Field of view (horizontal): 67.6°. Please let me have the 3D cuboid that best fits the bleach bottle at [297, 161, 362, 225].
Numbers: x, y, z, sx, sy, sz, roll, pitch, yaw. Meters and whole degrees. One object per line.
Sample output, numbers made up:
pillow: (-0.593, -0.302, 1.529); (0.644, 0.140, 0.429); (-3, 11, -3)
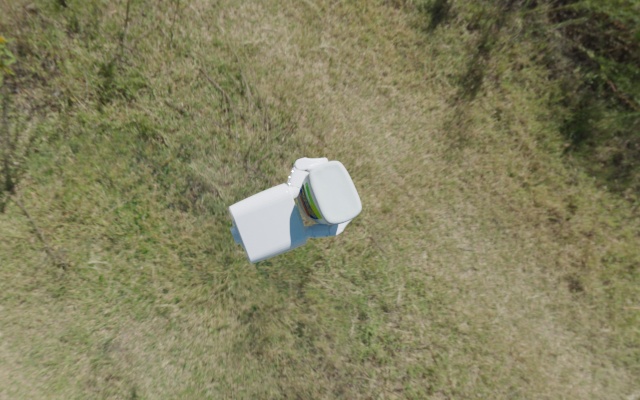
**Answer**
bleach bottle: (0.000, 0.003, 0.863); (0.068, 0.102, 0.251); (-22, -4, -13)
